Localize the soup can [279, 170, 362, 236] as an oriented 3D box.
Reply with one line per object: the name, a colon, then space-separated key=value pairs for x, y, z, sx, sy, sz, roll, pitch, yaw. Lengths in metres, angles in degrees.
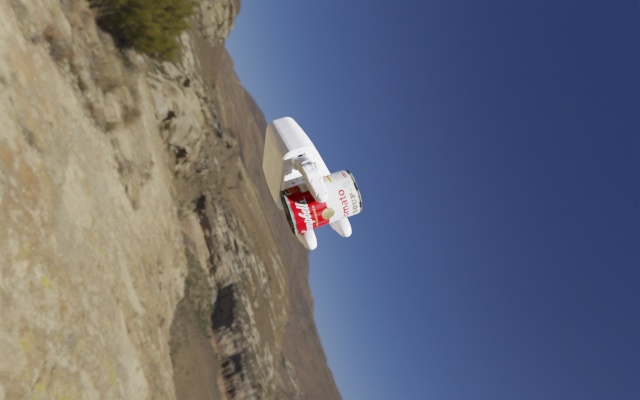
soup can: x=0.001 y=0.002 z=0.687 sx=0.102 sy=0.068 sz=0.068 roll=-19 pitch=3 yaw=-11
